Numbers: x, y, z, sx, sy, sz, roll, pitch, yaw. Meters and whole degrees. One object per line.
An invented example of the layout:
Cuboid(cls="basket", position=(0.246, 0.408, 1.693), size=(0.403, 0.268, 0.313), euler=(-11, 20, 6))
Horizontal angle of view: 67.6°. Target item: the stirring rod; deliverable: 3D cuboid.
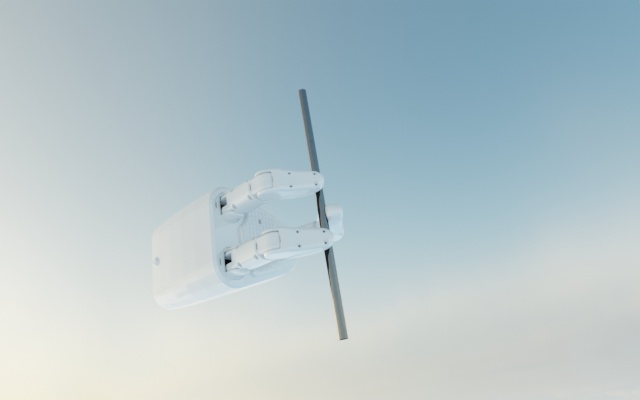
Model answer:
Cuboid(cls="stirring rod", position=(0.000, 0.001, 0.427), size=(0.011, 0.239, 0.011), euler=(-8, -22, -3))
